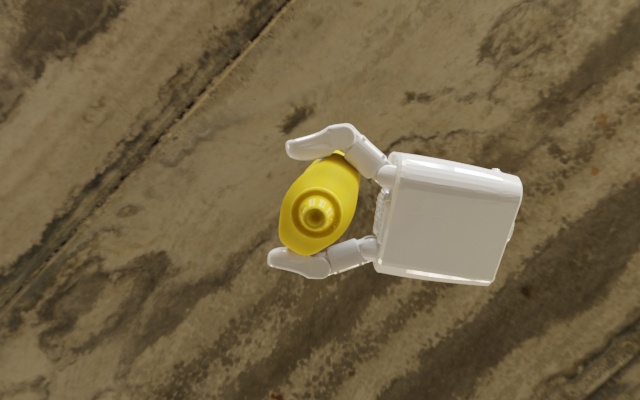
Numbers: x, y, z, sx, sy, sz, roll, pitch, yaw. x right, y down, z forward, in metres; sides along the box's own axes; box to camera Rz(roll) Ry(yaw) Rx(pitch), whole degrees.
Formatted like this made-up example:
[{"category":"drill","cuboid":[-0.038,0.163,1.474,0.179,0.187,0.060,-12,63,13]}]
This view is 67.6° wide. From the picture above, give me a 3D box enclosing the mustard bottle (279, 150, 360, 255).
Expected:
[{"category":"mustard bottle","cuboid":[0.000,0.001,0.443,0.058,0.096,0.191,34,7,-3]}]
